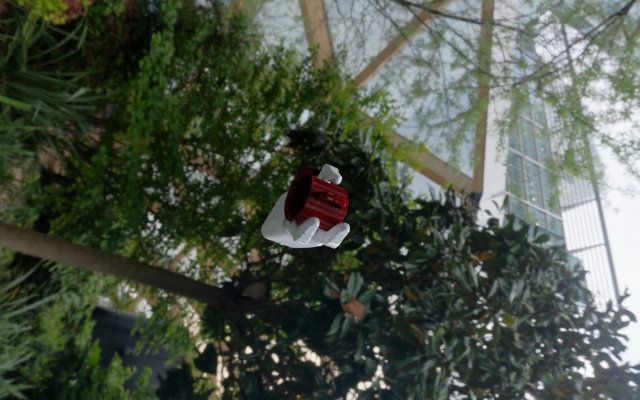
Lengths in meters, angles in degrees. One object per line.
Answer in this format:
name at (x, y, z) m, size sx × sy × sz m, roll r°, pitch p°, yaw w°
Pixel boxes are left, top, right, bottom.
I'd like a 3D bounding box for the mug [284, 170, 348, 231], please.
mug at (0.001, 0.002, 0.821) m, size 0.081 × 0.093 × 0.117 m, roll 22°, pitch -18°, yaw -26°
